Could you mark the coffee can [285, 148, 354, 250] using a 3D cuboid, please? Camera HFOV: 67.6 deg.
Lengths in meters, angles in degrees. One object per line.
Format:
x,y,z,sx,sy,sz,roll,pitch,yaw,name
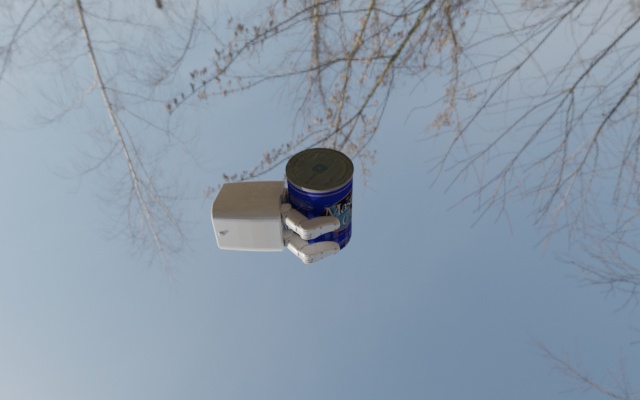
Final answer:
0.000,0.002,0.758,0.103,0.140,0.102,-1,42,1,coffee can
